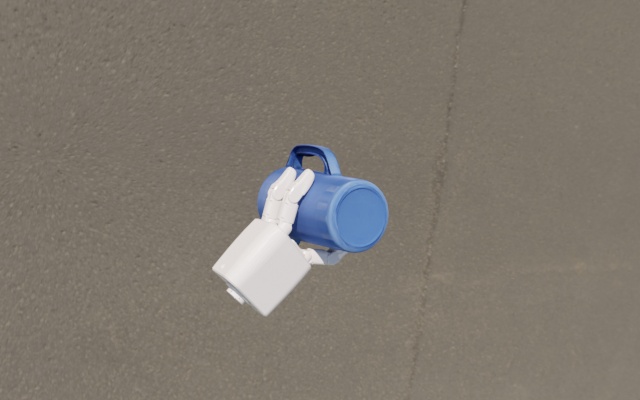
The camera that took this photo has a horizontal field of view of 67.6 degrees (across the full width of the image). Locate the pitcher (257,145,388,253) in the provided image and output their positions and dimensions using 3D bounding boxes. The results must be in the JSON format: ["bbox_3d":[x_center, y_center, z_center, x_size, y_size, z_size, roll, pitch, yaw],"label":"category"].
[{"bbox_3d":[0.000,0.003,0.789,0.145,0.149,0.243,-46,24,-18],"label":"pitcher"}]
